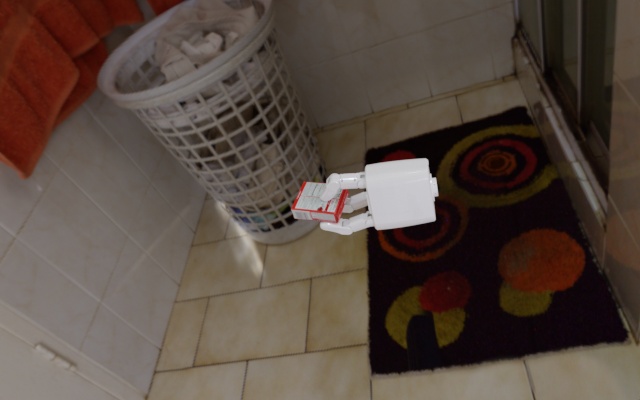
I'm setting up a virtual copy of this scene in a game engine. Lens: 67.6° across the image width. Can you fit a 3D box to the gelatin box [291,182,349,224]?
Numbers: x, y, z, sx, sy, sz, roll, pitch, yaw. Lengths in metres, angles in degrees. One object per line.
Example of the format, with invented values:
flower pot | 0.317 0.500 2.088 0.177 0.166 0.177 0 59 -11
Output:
gelatin box | 0.000 0.003 0.879 0.089 0.073 0.030 5 -41 20
